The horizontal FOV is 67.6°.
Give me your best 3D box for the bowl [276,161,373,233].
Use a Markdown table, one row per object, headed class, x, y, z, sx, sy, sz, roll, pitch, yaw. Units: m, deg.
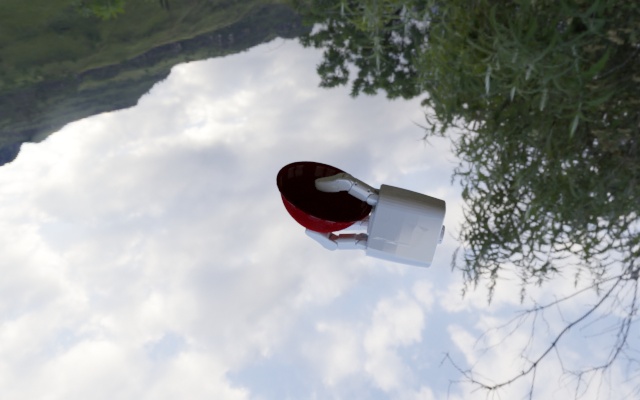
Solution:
| class | x | y | z | sx | sy | sz | roll | pitch | yaw |
| --- | --- | --- | --- | --- | --- | --- | --- | --- | --- |
| bowl | -0.001 | 0.002 | 0.776 | 0.162 | 0.055 | 0.162 | 14 | 34 | -10 |
